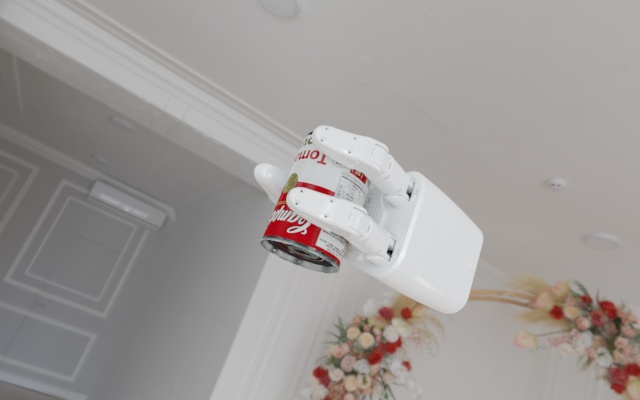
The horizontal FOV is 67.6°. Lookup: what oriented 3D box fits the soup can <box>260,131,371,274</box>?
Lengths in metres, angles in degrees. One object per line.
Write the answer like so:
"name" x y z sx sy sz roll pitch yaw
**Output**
"soup can" 0.000 0.001 0.401 0.068 0.102 0.068 19 -18 7
